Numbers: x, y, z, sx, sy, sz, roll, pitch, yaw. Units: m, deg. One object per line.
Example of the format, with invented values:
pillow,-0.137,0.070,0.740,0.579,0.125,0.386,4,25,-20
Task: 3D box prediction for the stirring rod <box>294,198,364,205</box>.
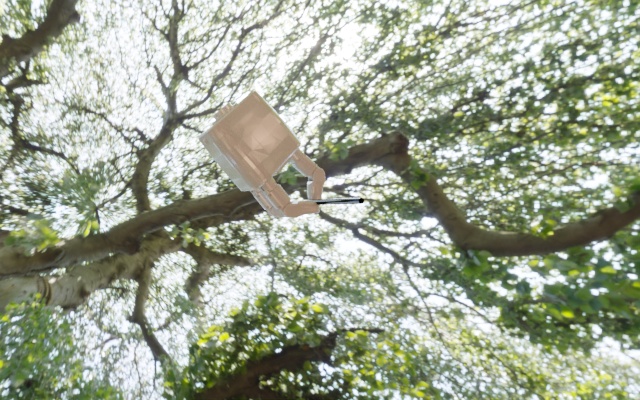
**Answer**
stirring rod,0.000,0.002,0.703,0.011,0.011,0.239,0,-1,-25
